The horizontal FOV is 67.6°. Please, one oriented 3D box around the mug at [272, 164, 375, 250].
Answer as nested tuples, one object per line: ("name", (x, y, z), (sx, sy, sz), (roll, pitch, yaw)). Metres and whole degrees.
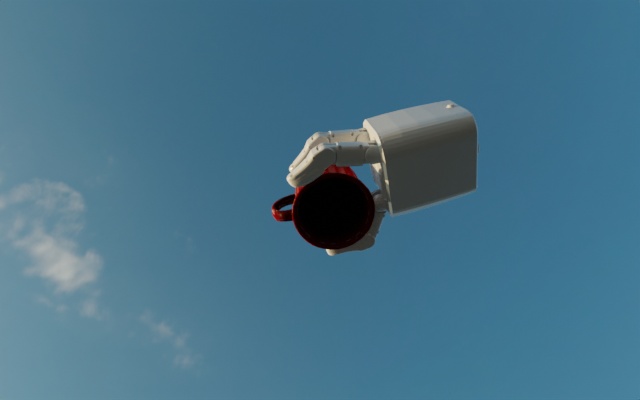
("mug", (-0.001, 0.002, 0.568), (0.117, 0.093, 0.081), (-13, 22, 0))
